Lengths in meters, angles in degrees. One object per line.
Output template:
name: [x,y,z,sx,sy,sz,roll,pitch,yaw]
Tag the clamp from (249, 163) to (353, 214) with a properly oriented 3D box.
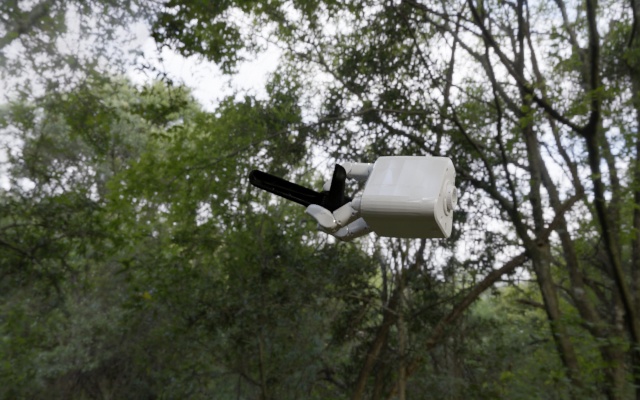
clamp: [0.001,0.002,0.732,0.164,0.036,0.210,3,-24,30]
